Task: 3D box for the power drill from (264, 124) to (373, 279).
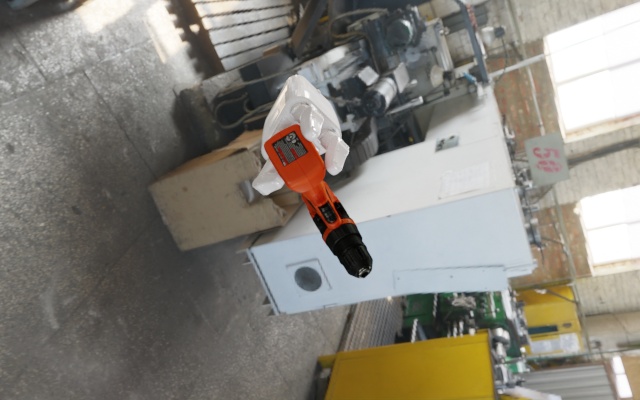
[{"bbox_3d":[0.000,0.002,0.645,0.057,0.184,0.188,-32,-40,-3],"label":"power drill"}]
